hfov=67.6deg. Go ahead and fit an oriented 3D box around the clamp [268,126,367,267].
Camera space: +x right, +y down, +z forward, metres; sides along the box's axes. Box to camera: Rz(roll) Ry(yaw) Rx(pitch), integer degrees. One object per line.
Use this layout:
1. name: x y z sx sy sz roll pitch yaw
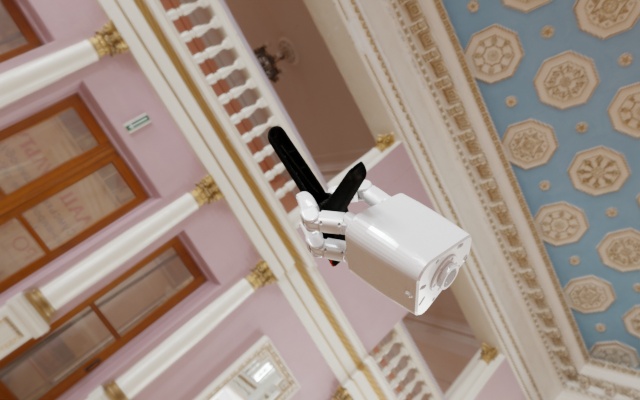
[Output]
1. clamp: 0.001 0.002 0.634 0.036 0.210 0.164 -36 50 -26
